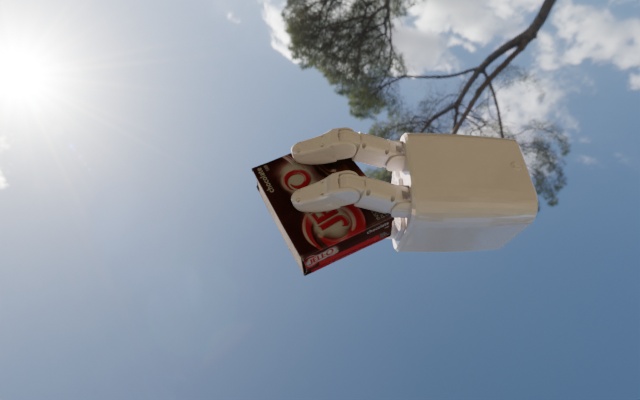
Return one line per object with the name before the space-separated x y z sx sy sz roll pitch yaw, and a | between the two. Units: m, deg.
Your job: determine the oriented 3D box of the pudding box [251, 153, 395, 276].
pudding box | 0.000 0.002 0.439 0.090 0.113 0.039 -23 -36 -15
